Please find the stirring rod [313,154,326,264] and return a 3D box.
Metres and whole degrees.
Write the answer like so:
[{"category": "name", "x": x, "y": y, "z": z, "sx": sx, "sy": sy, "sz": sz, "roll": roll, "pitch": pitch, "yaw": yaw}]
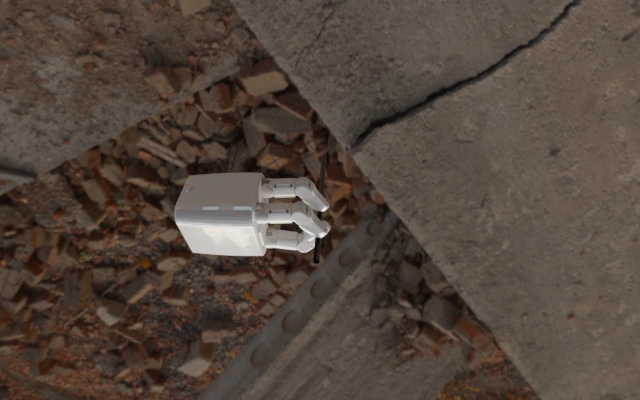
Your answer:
[{"category": "stirring rod", "x": 0.000, "y": 0.002, "z": 0.699, "sx": 0.011, "sy": 0.011, "sz": 0.239, "roll": 0, "pitch": 39, "yaw": 3}]
